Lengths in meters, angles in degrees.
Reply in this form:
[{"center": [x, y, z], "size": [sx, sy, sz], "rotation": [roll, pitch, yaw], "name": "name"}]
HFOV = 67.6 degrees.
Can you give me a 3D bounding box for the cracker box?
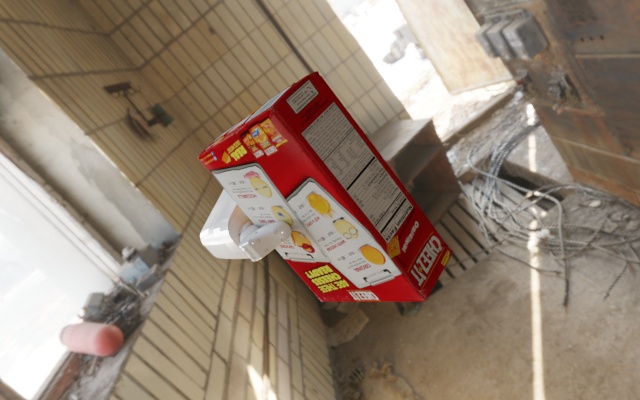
[{"center": [0.000, 0.002, 0.465], "size": [0.072, 0.214, 0.164], "rotation": [-49, 18, -31], "name": "cracker box"}]
